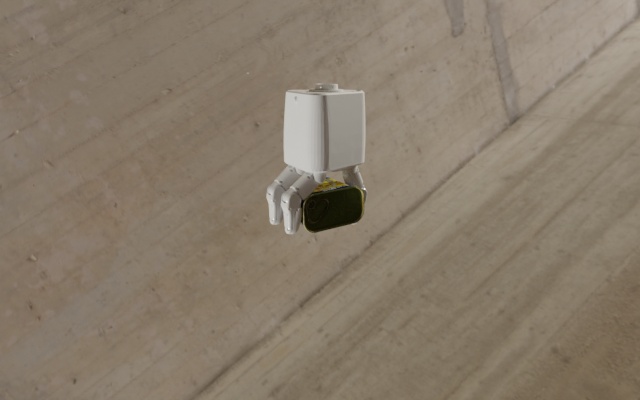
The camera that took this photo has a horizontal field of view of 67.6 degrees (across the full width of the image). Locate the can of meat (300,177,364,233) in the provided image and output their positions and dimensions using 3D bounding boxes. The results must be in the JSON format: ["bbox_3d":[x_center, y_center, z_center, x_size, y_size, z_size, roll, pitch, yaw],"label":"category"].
[{"bbox_3d":[0.000,0.002,0.713,0.102,0.057,0.084,-12,21,-28],"label":"can of meat"}]
